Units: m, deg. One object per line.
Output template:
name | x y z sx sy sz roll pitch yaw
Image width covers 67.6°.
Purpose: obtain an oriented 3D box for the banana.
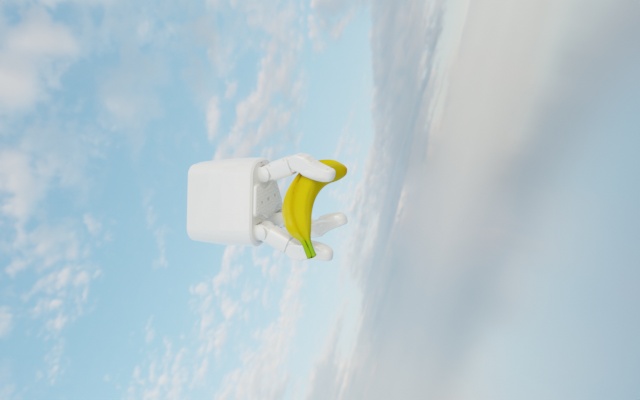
banana | -0.009 -0.010 0.628 0.037 0.070 0.197 -16 30 29
